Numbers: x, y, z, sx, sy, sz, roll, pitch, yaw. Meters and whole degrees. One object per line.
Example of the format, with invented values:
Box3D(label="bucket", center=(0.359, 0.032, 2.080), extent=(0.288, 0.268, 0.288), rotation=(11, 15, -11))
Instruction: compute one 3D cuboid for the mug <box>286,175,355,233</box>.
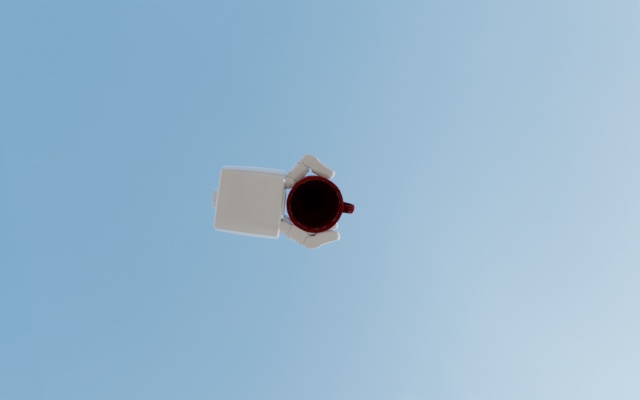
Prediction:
Box3D(label="mug", center=(0.002, 0.003, 0.808), extent=(0.117, 0.093, 0.081), rotation=(8, 8, -6))
